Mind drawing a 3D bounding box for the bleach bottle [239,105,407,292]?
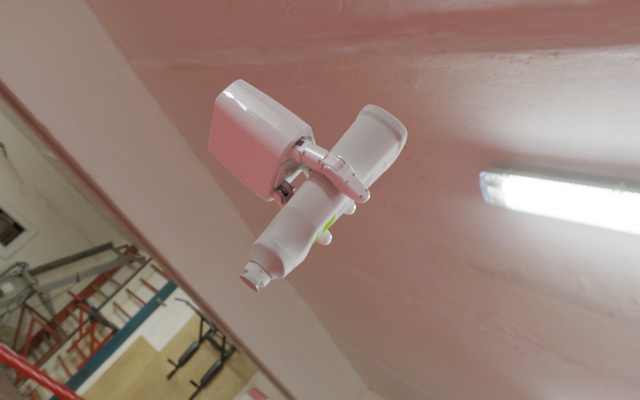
[{"bbox_3d":[0.000,0.002,0.563,0.068,0.250,0.103,38,-23,10],"label":"bleach bottle"}]
